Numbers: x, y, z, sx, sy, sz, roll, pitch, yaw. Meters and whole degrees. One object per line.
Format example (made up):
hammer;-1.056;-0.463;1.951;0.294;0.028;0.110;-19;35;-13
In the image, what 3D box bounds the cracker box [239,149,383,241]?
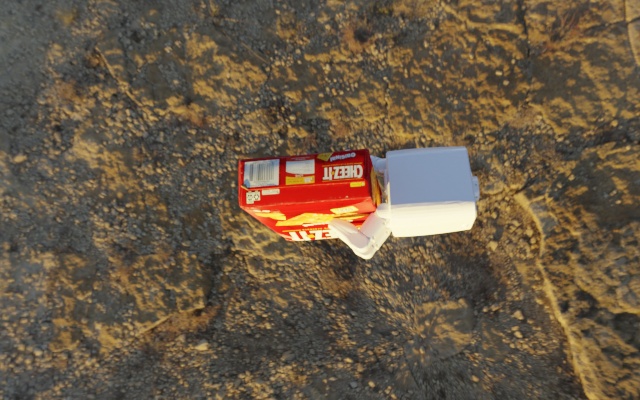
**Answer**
cracker box;0.000;0.002;0.666;0.164;0.072;0.214;-4;-17;11
